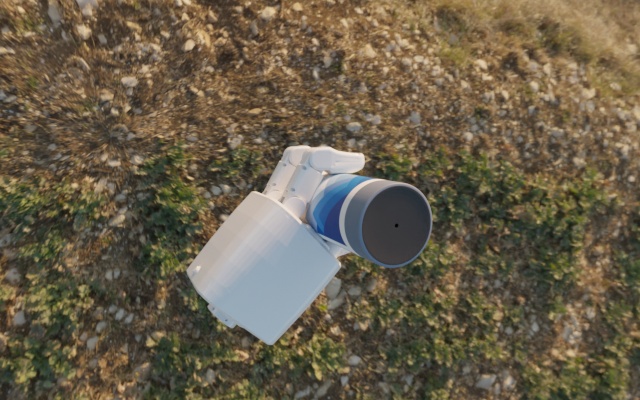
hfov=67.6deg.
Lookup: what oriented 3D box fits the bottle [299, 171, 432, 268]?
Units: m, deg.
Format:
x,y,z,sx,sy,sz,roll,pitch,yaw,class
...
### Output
x,y,z,sx,sy,sz,roll,pitch,yaw,class
0.000,0.002,0.498,0.069,0.069,0.295,0,7,-24,bottle
